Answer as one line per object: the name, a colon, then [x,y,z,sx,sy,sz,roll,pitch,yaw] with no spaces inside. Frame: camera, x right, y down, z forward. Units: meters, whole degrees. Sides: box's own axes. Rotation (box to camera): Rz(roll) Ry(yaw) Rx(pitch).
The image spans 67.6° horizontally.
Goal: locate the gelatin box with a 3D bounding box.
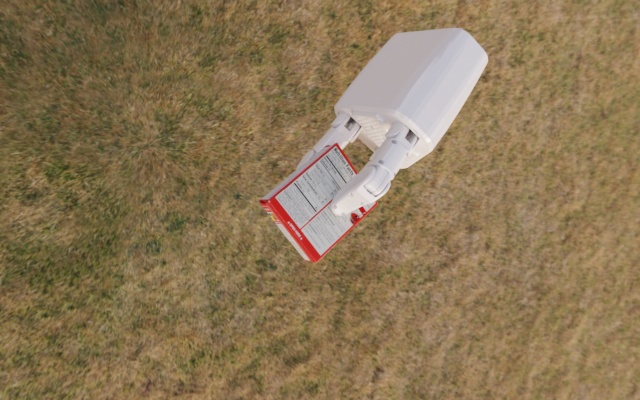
gelatin box: [0.000,0.002,0.444,0.089,0.073,0.030,-42,16,-19]
